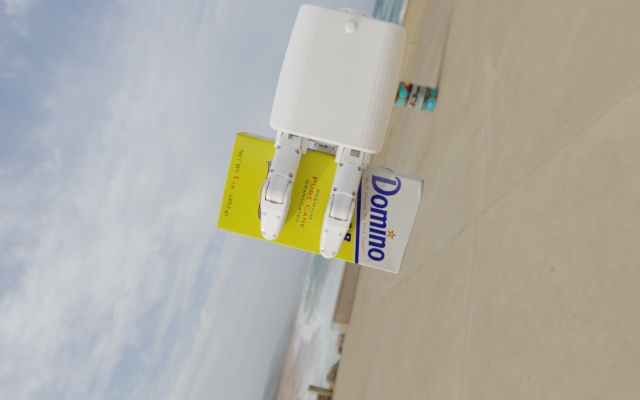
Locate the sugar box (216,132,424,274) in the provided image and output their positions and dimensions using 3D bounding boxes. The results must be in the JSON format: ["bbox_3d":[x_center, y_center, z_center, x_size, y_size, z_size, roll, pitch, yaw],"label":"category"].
[{"bbox_3d":[0.000,0.001,0.449,0.176,0.093,0.048,14,10,1],"label":"sugar box"}]
